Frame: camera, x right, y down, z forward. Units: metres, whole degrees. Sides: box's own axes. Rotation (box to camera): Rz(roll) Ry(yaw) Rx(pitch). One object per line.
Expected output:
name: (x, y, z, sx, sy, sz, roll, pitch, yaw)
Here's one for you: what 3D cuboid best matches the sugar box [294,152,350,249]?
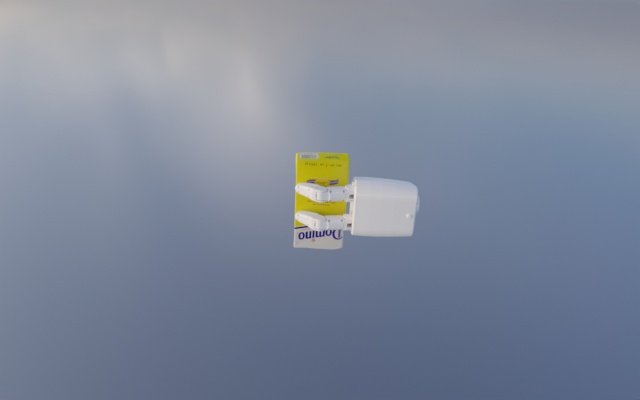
sugar box: (0.000, 0.003, 0.855, 0.093, 0.176, 0.048, 2, 24, -1)
